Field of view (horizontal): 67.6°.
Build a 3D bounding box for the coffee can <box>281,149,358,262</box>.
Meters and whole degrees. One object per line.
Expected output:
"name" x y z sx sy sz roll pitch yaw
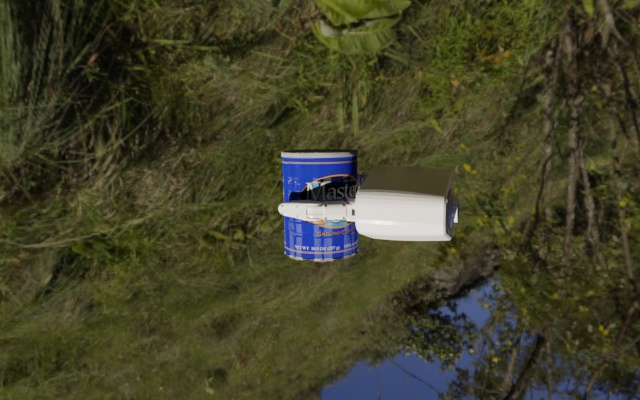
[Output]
"coffee can" 0.000 0.002 0.650 0.103 0.140 0.103 -1 8 0
